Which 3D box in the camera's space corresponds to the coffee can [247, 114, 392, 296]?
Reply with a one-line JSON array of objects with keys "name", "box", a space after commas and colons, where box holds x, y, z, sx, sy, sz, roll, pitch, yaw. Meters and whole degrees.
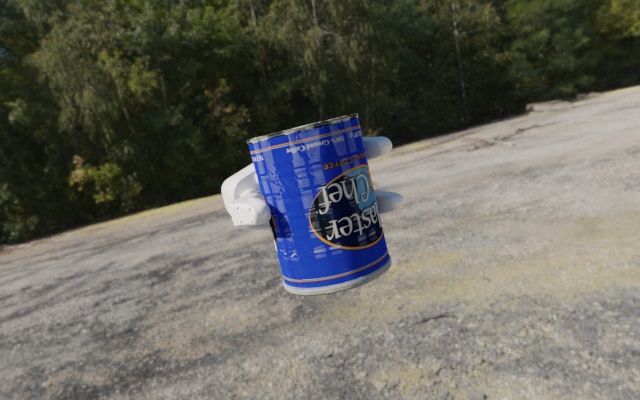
[{"name": "coffee can", "box": [0.000, 0.002, 0.436, 0.103, 0.140, 0.103, -13, 9, 2]}]
